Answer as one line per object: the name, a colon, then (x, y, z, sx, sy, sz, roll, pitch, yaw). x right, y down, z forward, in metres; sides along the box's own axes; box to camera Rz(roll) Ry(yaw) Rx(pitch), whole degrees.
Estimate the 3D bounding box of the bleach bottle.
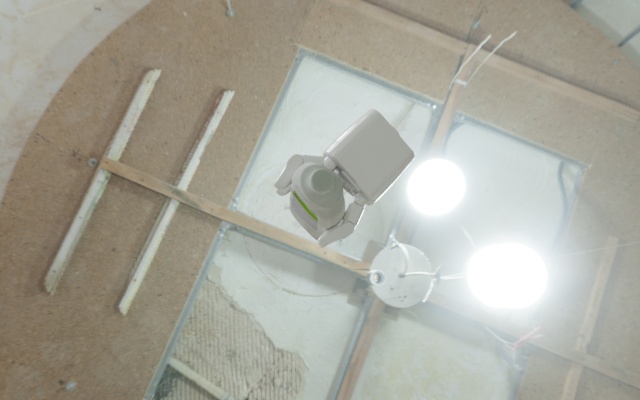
bleach bottle: (0.000, 0.002, 0.722, 0.068, 0.102, 0.251, -45, -4, -10)
